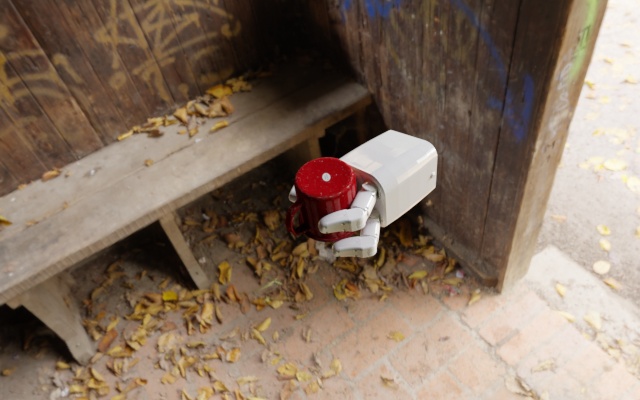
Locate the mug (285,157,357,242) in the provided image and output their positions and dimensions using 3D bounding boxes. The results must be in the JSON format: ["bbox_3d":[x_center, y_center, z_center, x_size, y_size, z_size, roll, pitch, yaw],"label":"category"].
[{"bbox_3d":[-0.001,0.003,0.645,0.117,0.082,0.093,-33,50,-20],"label":"mug"}]
